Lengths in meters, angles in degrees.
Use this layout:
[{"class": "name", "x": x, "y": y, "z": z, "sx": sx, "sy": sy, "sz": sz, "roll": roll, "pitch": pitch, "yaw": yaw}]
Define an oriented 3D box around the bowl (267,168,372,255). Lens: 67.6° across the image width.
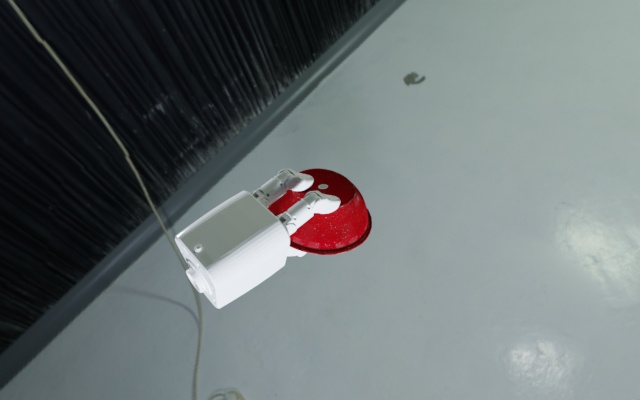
[{"class": "bowl", "x": 0.001, "y": 0.001, "z": 0.686, "sx": 0.162, "sy": 0.055, "sz": 0.162, "roll": 7, "pitch": 38, "yaw": -5}]
